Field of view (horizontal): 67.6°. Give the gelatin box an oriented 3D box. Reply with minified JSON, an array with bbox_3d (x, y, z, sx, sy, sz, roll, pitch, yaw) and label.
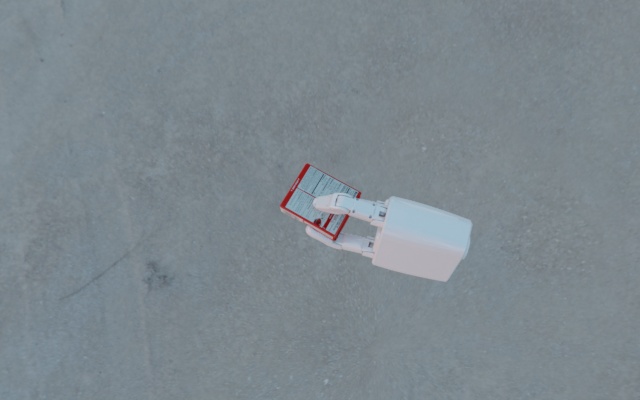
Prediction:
[{"bbox_3d":[0.000,0.002,0.652,0.089,0.073,0.030,29,-14,6],"label":"gelatin box"}]
